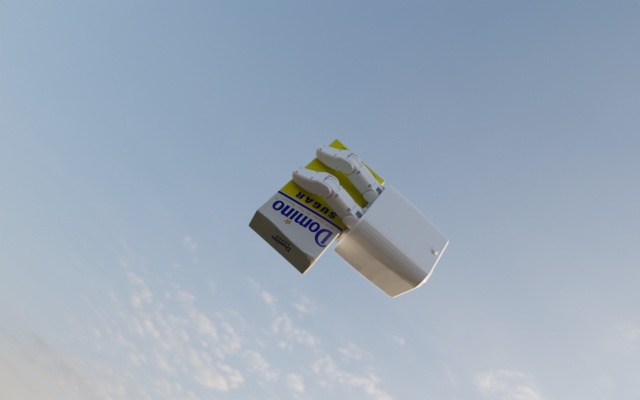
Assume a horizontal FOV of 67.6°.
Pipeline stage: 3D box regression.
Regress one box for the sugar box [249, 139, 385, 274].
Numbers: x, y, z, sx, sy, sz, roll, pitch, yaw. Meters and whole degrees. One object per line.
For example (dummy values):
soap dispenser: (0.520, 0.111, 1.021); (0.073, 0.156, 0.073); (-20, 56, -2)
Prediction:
sugar box: (0.000, 0.002, 0.615); (0.176, 0.093, 0.048); (-46, -4, -41)
